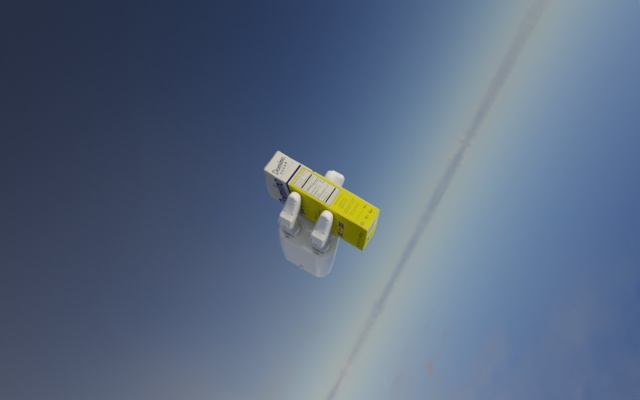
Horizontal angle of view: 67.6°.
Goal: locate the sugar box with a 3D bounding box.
[{"bbox_3d":[0.000,0.003,0.716,0.176,0.048,0.093,28,-22,12],"label":"sugar box"}]
